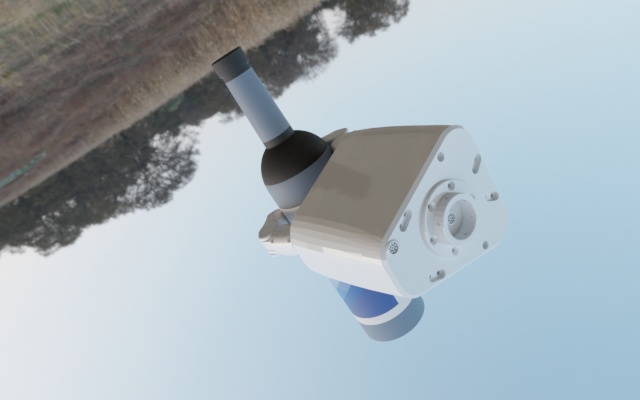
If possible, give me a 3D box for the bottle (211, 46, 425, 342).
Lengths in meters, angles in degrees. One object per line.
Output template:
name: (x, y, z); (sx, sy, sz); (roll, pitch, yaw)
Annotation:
bottle: (0.000, 0.002, 0.427); (0.069, 0.296, 0.069); (-28, 22, 12)
